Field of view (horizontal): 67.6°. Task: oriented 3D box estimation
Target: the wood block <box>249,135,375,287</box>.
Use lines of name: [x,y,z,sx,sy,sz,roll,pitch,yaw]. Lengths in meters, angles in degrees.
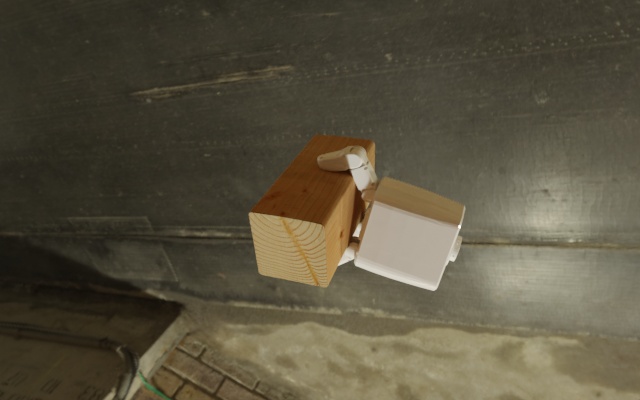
wood block: [0.000,0.002,0.607,0.090,0.091,0.206,9,34,18]
